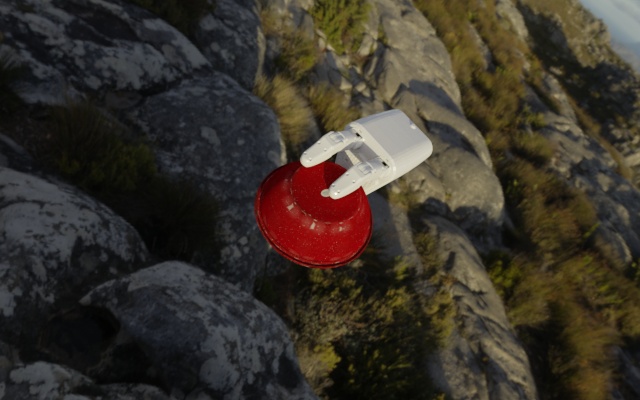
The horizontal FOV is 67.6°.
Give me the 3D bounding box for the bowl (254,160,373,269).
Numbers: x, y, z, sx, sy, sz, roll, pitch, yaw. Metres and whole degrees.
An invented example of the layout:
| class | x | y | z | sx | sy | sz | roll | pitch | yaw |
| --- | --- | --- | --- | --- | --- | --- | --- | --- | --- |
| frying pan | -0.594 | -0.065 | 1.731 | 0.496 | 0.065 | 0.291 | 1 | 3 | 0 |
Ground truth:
| class | x | y | z | sx | sy | sz | roll | pitch | yaw |
| --- | --- | --- | --- | --- | --- | --- | --- | --- | --- |
| bowl | -0.001 | 0.003 | 0.607 | 0.162 | 0.162 | 0.055 | 0 | -31 | -19 |
